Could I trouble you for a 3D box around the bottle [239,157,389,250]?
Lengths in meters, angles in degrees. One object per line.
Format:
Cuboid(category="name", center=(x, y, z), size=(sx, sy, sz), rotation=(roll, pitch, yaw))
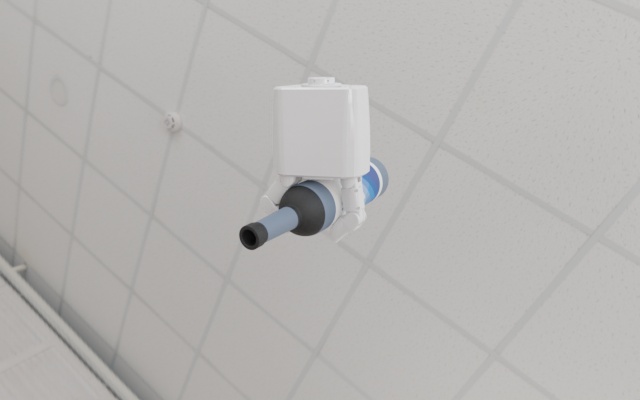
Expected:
Cuboid(category="bottle", center=(0.000, 0.002, 0.620), size=(0.069, 0.069, 0.295), rotation=(0, 15, 32))
